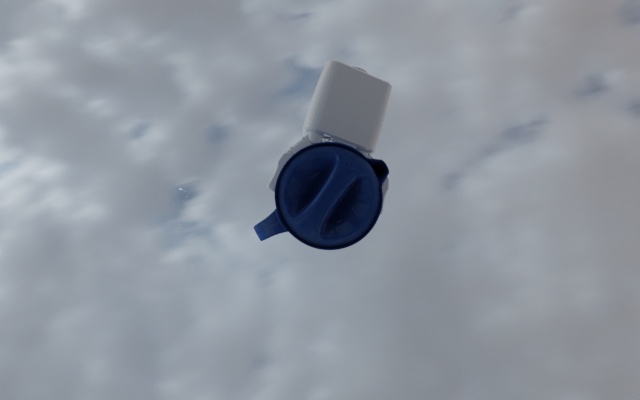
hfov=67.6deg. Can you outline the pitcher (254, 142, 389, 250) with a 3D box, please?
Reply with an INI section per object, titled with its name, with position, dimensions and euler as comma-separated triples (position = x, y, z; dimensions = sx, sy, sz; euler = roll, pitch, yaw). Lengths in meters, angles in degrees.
[pitcher]
position = 0.000, 0.002, 0.696
dimensions = 0.149, 0.145, 0.243
euler = 16, -2, 0
